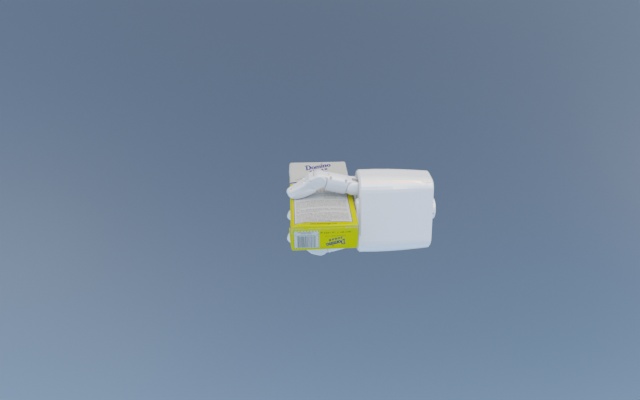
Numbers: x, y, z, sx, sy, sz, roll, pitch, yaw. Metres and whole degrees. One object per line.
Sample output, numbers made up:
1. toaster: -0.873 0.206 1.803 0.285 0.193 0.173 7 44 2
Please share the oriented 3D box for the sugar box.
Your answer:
1. sugar box: 0.000 0.003 0.708 0.093 0.048 0.176 -1 31 -2
